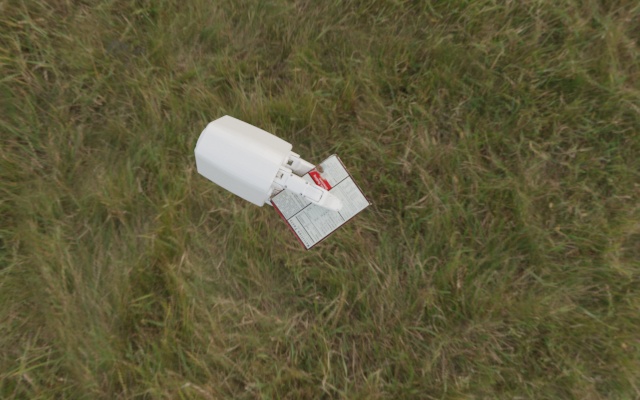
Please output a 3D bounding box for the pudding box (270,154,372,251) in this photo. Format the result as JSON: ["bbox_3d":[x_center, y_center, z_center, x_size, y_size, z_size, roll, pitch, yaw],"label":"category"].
[{"bbox_3d":[0.000,0.002,0.663,0.113,0.090,0.039,-35,2,-2],"label":"pudding box"}]
